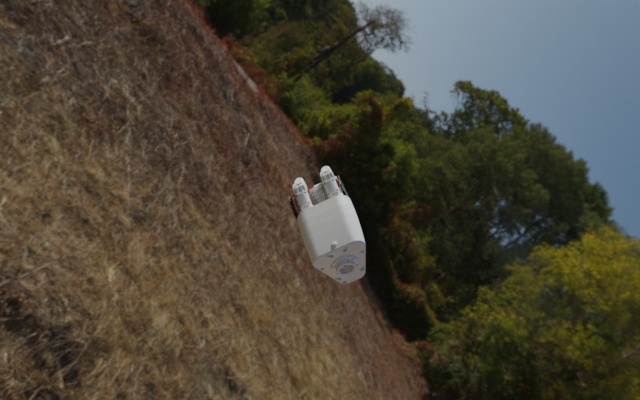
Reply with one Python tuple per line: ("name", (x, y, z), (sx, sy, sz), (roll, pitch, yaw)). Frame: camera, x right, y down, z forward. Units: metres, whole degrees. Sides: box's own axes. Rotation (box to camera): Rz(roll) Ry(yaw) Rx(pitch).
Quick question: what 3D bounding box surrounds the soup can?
("soup can", (0.000, 0.003, 0.894), (0.102, 0.068, 0.068), (-24, -3, 6))
